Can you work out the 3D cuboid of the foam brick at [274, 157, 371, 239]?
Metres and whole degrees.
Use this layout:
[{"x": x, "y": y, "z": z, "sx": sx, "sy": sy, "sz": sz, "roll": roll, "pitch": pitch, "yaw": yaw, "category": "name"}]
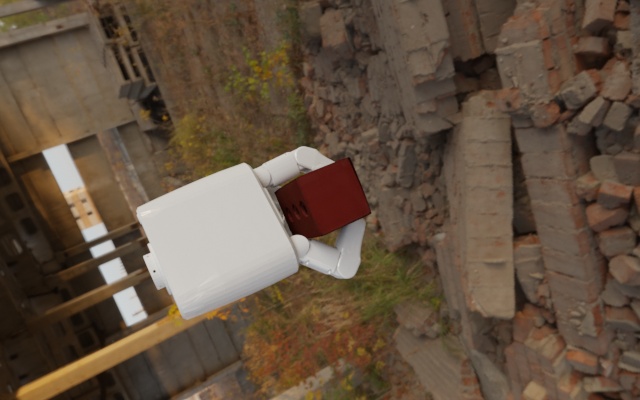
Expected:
[{"x": 0.000, "y": 0.001, "z": 0.423, "sx": 0.051, "sy": 0.053, "sz": 0.078, "roll": -22, "pitch": -1, "yaw": -21, "category": "foam brick"}]
